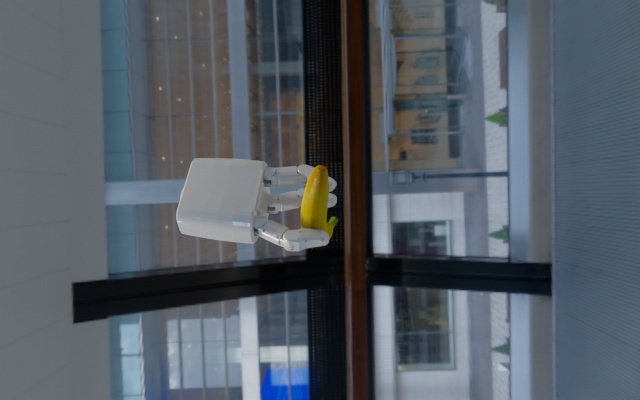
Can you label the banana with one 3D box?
[{"bbox_3d":[-0.005,0.020,0.664,0.037,0.069,0.198,13,-20,9],"label":"banana"}]
